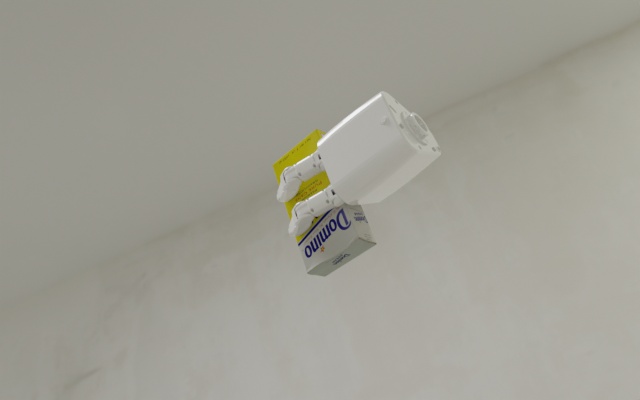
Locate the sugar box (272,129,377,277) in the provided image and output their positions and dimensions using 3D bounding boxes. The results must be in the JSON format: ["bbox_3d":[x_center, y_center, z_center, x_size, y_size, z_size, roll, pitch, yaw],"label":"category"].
[{"bbox_3d":[0.000,0.002,0.639,0.093,0.176,0.048,-37,-35,27],"label":"sugar box"}]
